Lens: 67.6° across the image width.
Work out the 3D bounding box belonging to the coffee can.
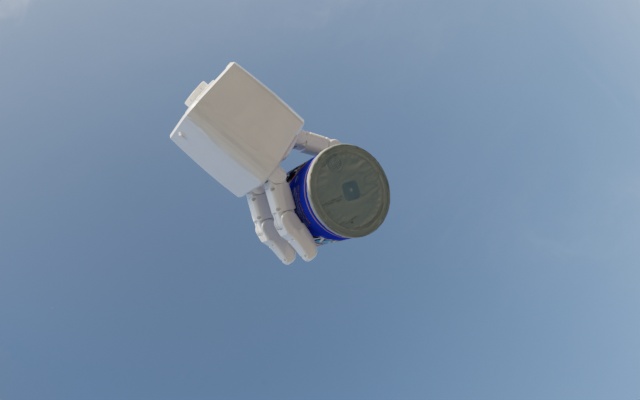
[{"bbox_3d":[0.000,0.002,0.567,0.103,0.103,0.140,0,-11,-29],"label":"coffee can"}]
